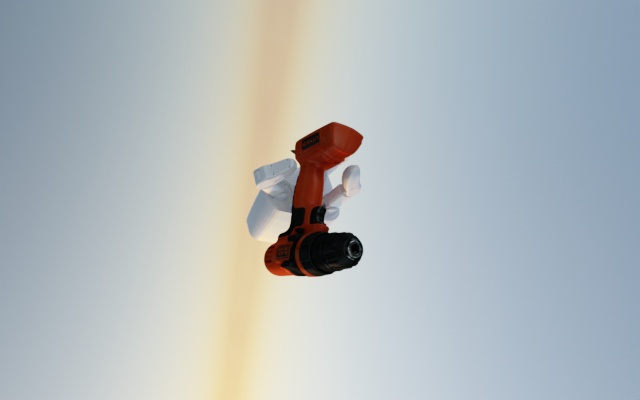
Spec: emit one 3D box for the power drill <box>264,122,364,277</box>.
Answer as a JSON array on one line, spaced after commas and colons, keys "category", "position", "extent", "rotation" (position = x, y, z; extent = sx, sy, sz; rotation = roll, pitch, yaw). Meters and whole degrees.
[{"category": "power drill", "position": [0.000, 0.002, 0.586], "extent": [0.057, 0.187, 0.184], "rotation": [24, -22, -28]}]
